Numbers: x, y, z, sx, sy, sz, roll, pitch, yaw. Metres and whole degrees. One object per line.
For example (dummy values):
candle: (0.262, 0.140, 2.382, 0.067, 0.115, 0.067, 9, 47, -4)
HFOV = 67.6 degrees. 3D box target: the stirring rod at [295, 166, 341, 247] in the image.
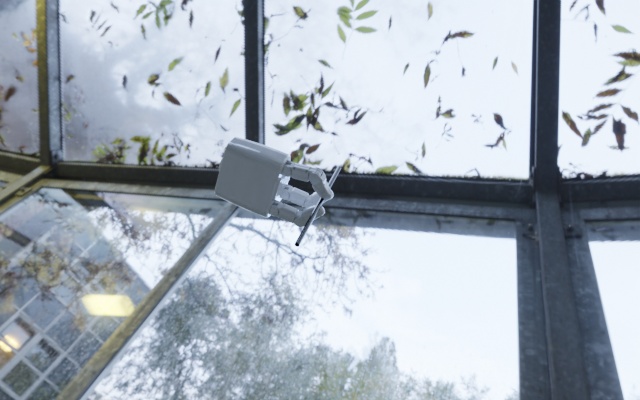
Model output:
stirring rod: (0.000, 0.003, 0.819, 0.011, 0.011, 0.239, 0, 33, 21)
